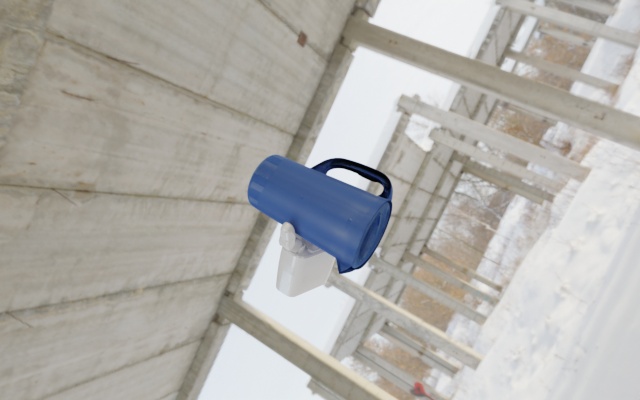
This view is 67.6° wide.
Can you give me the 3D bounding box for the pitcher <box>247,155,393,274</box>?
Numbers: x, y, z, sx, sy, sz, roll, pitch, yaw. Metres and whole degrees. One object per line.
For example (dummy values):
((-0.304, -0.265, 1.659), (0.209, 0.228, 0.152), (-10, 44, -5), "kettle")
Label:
((0.000, 0.003, 0.845), (0.243, 0.145, 0.149), (27, 36, 21), "pitcher")
